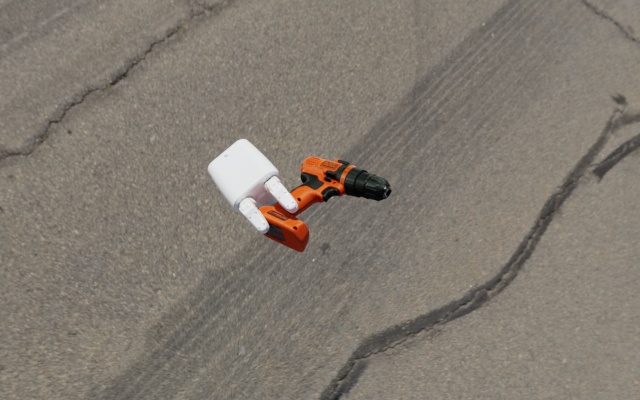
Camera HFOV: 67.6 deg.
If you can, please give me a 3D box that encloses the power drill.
[{"bbox_3d":[0.000,0.003,0.795,0.184,0.057,0.187,18,47,39],"label":"power drill"}]
